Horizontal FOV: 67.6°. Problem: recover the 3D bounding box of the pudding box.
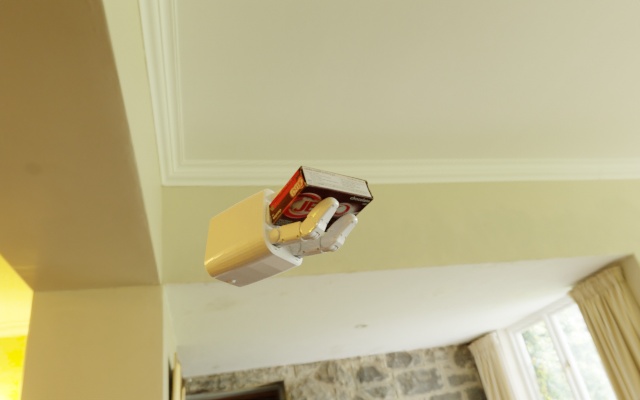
[{"bbox_3d":[0.000,0.002,0.645,0.113,0.039,0.090,8,-39,-35],"label":"pudding box"}]
